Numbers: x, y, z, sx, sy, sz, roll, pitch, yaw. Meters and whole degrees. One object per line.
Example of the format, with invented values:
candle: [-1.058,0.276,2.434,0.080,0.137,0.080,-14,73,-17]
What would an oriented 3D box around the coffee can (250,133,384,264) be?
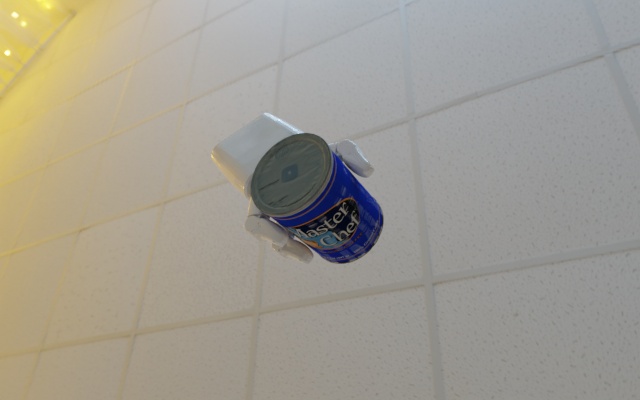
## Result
coffee can: [0.000,0.002,0.563,0.103,0.102,0.140,0,-28,33]
